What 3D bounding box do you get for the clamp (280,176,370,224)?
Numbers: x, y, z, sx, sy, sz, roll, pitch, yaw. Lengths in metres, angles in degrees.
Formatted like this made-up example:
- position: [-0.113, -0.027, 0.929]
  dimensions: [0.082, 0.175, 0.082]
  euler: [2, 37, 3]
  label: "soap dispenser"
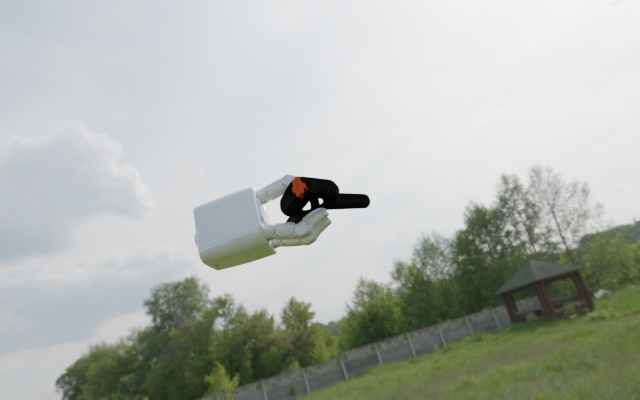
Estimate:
- position: [0.000, 0.002, 0.762]
  dimensions: [0.164, 0.036, 0.210]
  euler: [-20, -18, 0]
  label: "clamp"
